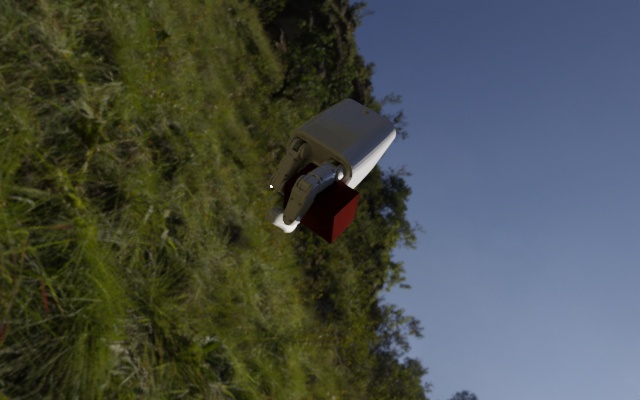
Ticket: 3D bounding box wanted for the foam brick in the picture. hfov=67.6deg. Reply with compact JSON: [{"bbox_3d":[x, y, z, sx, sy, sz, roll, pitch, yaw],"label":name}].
[{"bbox_3d":[0.000,0.002,0.578,0.078,0.053,0.051,34,53,22],"label":"foam brick"}]
